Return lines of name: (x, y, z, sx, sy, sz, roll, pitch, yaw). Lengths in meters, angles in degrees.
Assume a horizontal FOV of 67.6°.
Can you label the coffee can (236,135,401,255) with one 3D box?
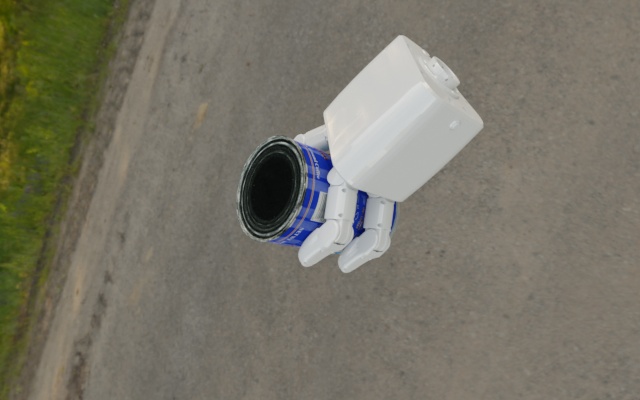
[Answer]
coffee can: (0.000, 0.002, 0.494, 0.140, 0.103, 0.103, 15, -11, -43)
